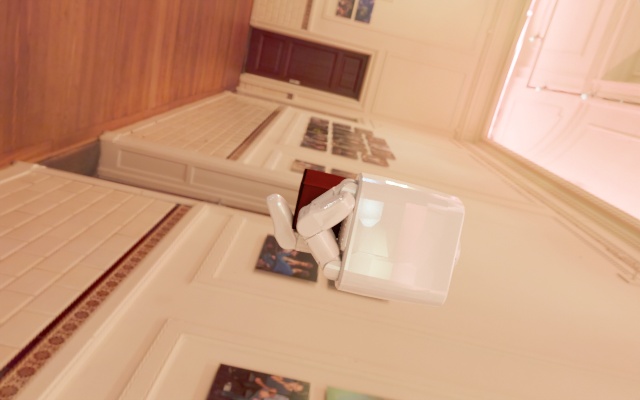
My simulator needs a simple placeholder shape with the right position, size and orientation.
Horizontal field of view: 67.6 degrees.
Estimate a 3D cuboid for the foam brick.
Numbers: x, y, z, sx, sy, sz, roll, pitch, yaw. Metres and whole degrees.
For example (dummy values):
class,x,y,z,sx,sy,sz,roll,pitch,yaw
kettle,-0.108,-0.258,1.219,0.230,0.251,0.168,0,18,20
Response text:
class,x,y,z,sx,sy,sz,roll,pitch,yaw
foam brick,0.000,0.002,0.529,0.051,0.053,0.078,12,16,-2
